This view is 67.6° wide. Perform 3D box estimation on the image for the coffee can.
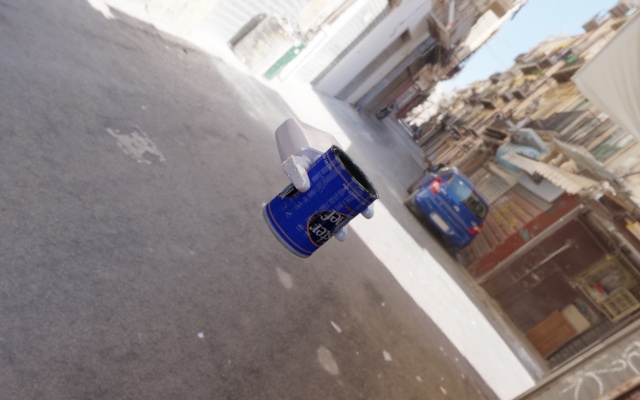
[{"bbox_3d":[0.000,0.002,0.700,0.140,0.103,0.103,-41,-13,15],"label":"coffee can"}]
